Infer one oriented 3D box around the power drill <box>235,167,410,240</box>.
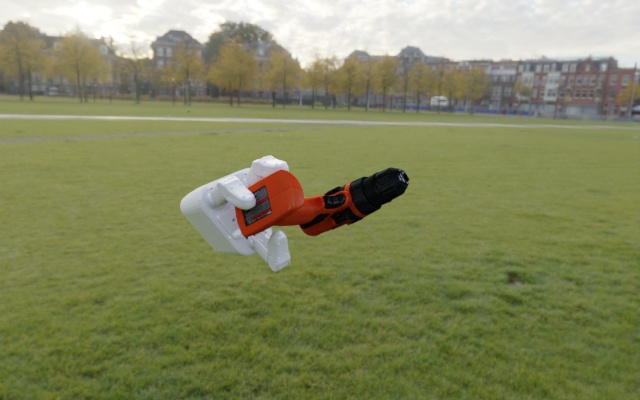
[{"bbox_3d":[0.000,0.002,0.614,0.184,0.057,0.187,-29,-21,36],"label":"power drill"}]
